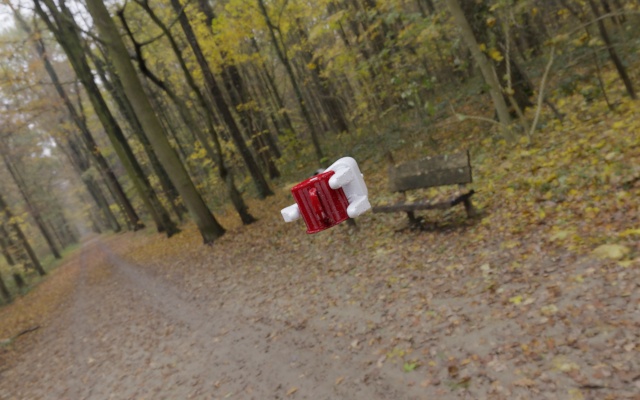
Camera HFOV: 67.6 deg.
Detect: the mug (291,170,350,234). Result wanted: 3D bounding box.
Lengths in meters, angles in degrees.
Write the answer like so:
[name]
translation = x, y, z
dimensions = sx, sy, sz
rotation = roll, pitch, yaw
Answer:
[mug]
translation = 0.000, 0.003, 0.793
dimensions = 0.093, 0.081, 0.117
rotation = -23, 7, 12
